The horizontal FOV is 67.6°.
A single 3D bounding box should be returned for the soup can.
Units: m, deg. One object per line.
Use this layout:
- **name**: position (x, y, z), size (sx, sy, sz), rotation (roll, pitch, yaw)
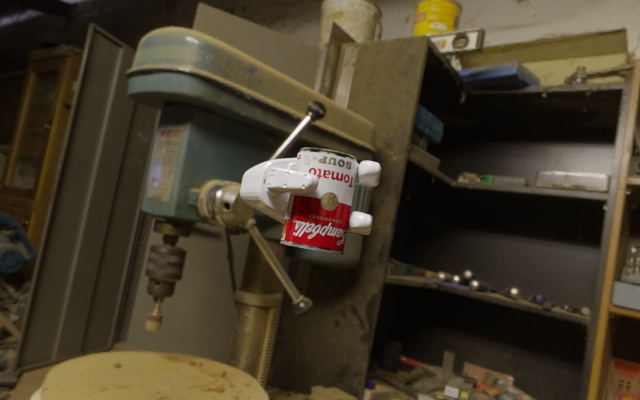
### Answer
- **soup can**: position (0.000, 0.001, 0.506), size (0.068, 0.102, 0.068), rotation (11, -4, 1)
